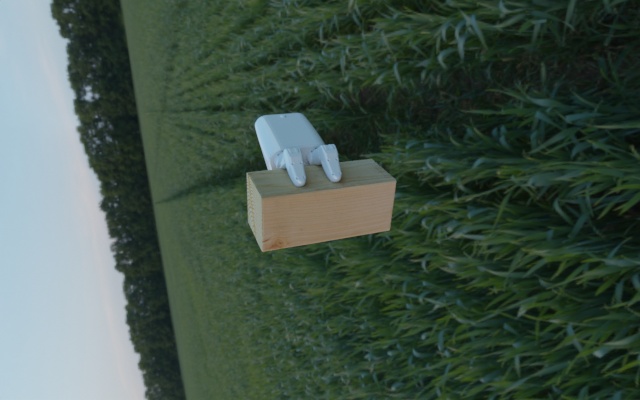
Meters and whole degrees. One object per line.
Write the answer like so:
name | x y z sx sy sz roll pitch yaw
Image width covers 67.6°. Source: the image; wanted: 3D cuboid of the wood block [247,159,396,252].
wood block | 0.000 0.002 0.727 0.206 0.091 0.090 -8 30 -20
